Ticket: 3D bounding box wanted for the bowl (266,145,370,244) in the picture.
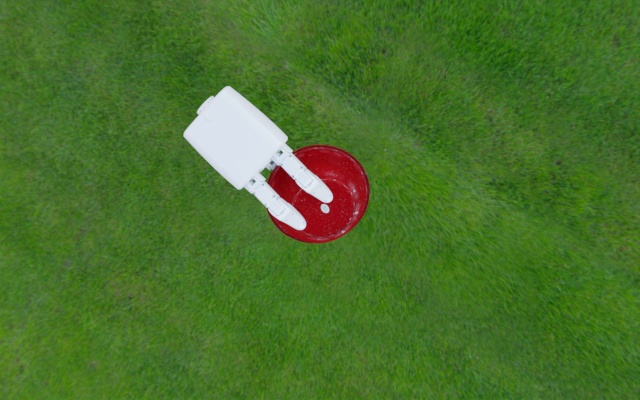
[{"bbox_3d":[0.001,0.003,0.704,0.162,0.162,0.055,0,22,-9],"label":"bowl"}]
